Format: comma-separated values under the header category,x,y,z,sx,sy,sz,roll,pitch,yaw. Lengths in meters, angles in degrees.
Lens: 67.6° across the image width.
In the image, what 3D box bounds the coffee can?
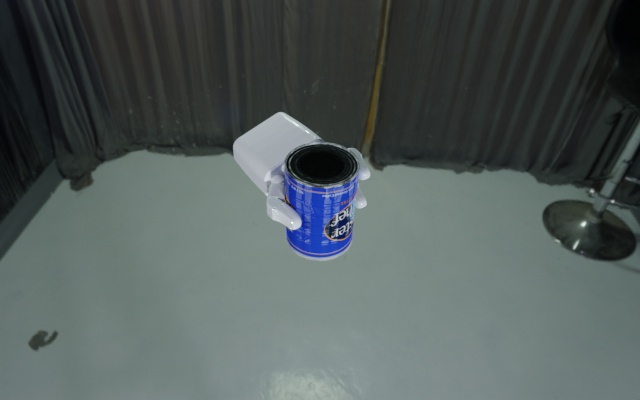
category,x,y,z,sx,sy,sz,roll,pitch,yaw
coffee can,0.000,0.002,0.687,0.103,0.140,0.102,1,41,-1
